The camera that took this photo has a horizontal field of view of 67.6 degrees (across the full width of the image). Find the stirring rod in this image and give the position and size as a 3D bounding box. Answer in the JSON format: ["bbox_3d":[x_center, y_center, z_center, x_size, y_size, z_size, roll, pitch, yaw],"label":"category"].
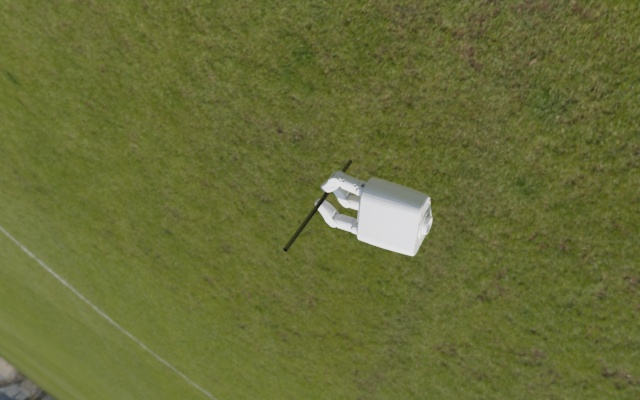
[{"bbox_3d":[0.000,0.003,0.855,0.011,0.011,0.239,0,41,40],"label":"stirring rod"}]
